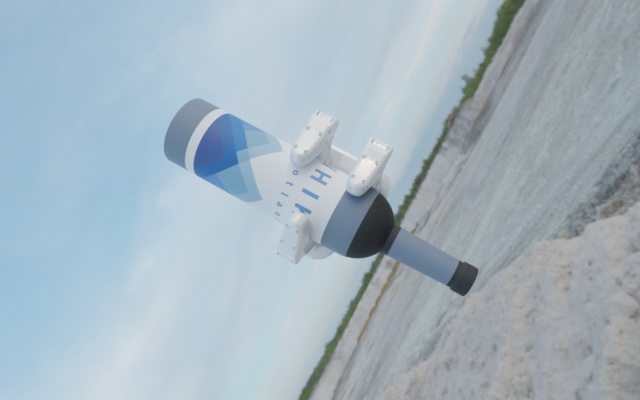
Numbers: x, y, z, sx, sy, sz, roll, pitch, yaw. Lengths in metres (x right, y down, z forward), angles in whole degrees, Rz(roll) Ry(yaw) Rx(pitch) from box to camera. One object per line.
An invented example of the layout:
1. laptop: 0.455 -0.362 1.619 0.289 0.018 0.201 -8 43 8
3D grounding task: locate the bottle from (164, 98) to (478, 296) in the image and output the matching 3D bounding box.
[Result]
1. bottle: 0.000 0.001 0.430 0.295 0.069 0.069 28 5 10
